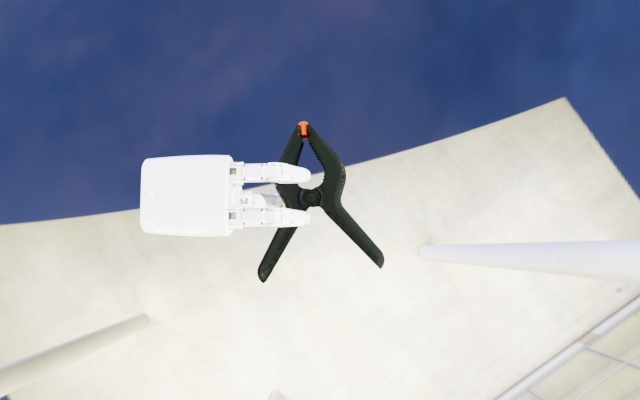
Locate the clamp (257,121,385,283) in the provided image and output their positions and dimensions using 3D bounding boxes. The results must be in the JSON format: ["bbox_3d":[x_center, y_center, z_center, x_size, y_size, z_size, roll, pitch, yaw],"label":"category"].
[{"bbox_3d":[0.000,0.002,0.626,0.164,0.210,0.036,0,-5,1],"label":"clamp"}]
